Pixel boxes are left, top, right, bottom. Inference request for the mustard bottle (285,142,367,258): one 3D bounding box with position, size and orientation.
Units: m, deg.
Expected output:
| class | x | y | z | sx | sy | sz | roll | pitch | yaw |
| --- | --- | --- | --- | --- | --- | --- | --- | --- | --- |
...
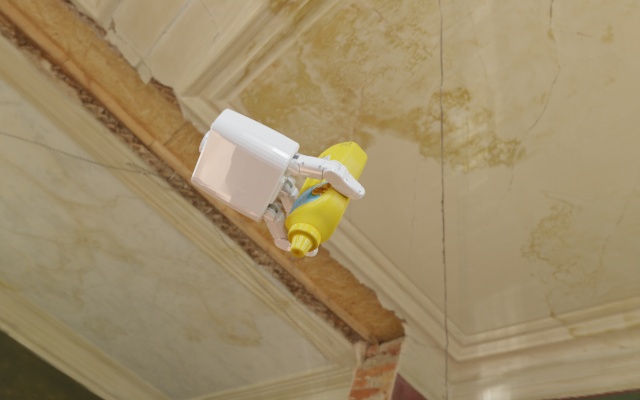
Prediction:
| class | x | y | z | sx | sy | sz | roll | pitch | yaw |
| --- | --- | --- | --- | --- | --- | --- | --- | --- | --- |
| mustard bottle | 0.000 | 0.002 | 0.646 | 0.096 | 0.058 | 0.191 | -28 | 24 | 39 |
